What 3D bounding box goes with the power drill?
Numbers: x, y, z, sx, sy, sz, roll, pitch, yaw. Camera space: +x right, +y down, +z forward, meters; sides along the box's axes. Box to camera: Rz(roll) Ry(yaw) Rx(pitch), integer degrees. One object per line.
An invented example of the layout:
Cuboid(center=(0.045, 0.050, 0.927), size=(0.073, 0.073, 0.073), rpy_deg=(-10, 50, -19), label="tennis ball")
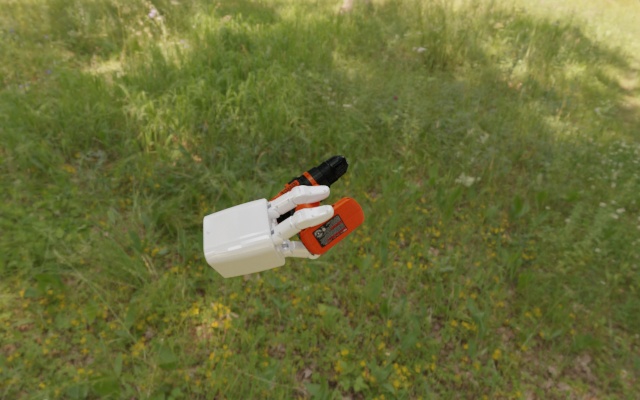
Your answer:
Cuboid(center=(0.000, 0.003, 0.814), size=(0.184, 0.057, 0.187), rpy_deg=(-39, 28, -5), label="power drill")
